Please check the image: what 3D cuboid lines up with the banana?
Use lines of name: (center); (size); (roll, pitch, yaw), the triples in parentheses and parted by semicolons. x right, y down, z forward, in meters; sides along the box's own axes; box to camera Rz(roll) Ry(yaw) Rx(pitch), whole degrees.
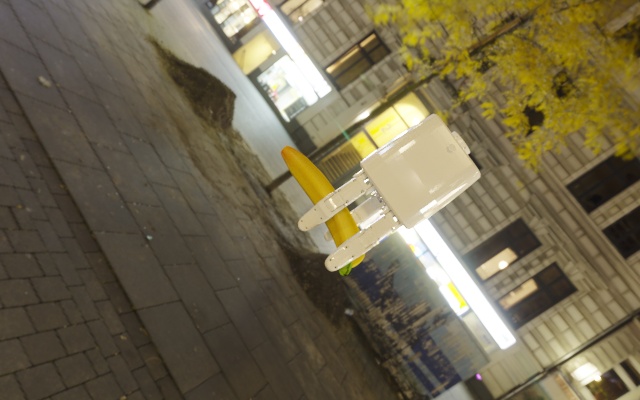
banana: (0.010, 0.010, 0.617); (0.037, 0.197, 0.070); (-36, -28, 13)
